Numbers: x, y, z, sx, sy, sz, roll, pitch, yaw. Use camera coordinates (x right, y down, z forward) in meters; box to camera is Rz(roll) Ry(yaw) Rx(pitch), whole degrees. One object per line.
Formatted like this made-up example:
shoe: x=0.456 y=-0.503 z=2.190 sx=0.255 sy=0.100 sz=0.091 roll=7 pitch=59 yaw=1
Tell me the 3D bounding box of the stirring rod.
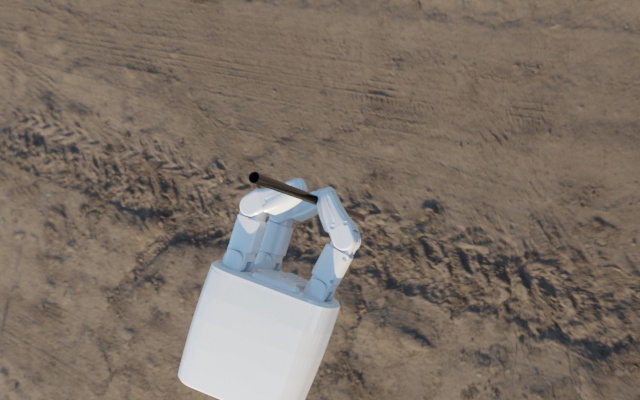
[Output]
stirring rod: x=0.000 y=0.002 z=0.433 sx=0.011 sy=0.011 sz=0.239 roll=0 pitch=-8 yaw=22
